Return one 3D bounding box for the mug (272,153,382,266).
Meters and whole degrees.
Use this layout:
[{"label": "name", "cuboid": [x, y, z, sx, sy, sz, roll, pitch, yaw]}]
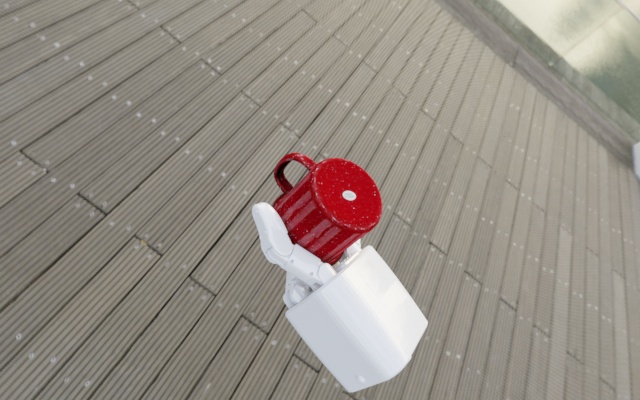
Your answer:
[{"label": "mug", "cuboid": [-0.001, 0.000, 0.477, 0.093, 0.117, 0.081, -35, -6, -43]}]
